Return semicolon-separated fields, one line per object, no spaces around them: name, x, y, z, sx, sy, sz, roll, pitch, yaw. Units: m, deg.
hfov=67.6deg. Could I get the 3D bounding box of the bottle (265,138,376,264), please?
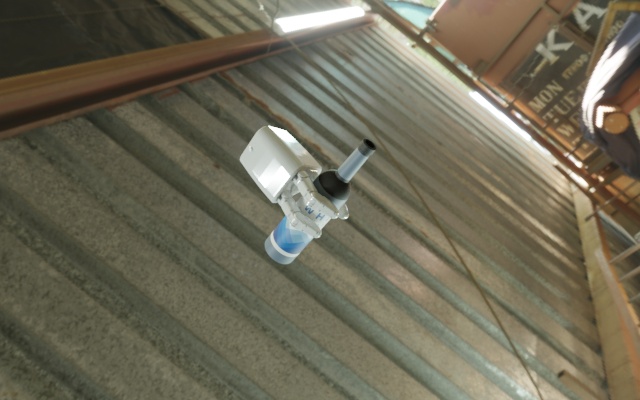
bottle;0.000;0.003;0.856;0.069;0.069;0.296;0;-40;-46
